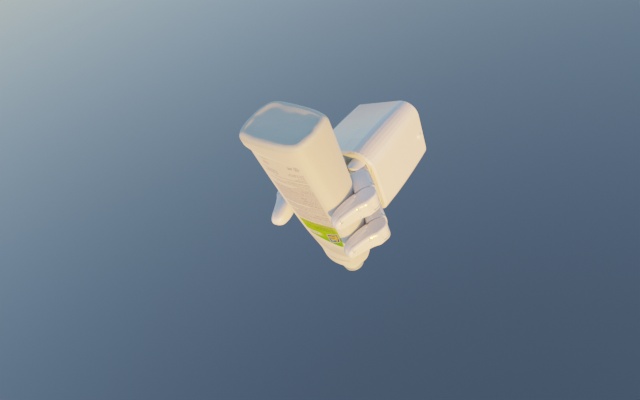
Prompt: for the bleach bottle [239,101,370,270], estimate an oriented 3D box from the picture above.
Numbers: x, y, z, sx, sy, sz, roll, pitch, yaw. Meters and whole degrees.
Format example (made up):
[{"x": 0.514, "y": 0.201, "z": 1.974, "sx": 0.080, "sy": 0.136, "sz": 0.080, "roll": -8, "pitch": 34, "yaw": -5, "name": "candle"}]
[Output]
[{"x": 0.000, "y": 0.002, "z": 0.578, "sx": 0.102, "sy": 0.068, "sz": 0.251, "roll": 22, "pitch": -29, "yaw": 37, "name": "bleach bottle"}]
